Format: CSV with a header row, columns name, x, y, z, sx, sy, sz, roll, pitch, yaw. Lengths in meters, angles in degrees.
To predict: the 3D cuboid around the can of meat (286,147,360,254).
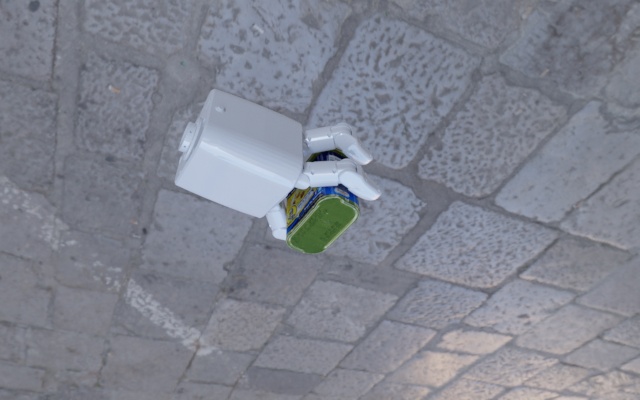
name,x,y,z,sx,sy,sz,roll,pitch,yaw
can of meat,0.000,0.002,0.557,0.057,0.083,0.102,24,-51,-24
